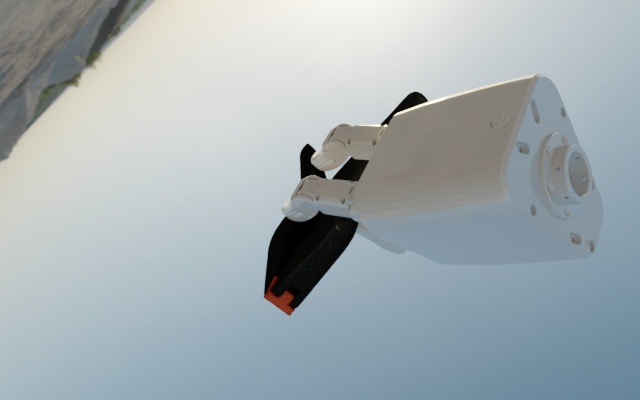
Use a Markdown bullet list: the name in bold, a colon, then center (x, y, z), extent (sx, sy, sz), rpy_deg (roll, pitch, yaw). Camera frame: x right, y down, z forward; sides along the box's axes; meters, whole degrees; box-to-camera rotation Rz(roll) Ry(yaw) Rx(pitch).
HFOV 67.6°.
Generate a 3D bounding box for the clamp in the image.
- **clamp**: center (0.001, 0.002, 0.426), extent (0.036, 0.210, 0.164), rpy_deg (41, -29, -23)
